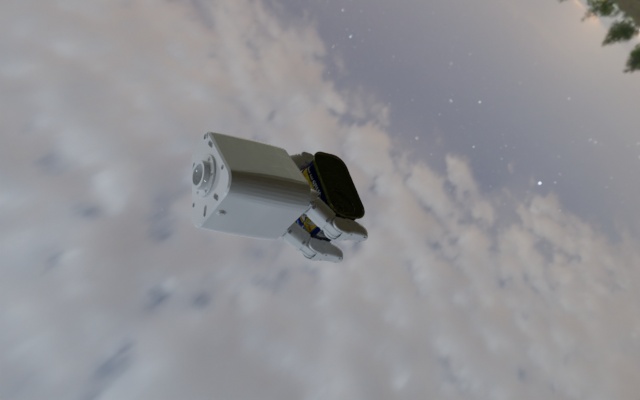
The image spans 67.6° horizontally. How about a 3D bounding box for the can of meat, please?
[{"bbox_3d":[0.000,0.002,0.629,0.057,0.102,0.084,8,-40,-41],"label":"can of meat"}]
